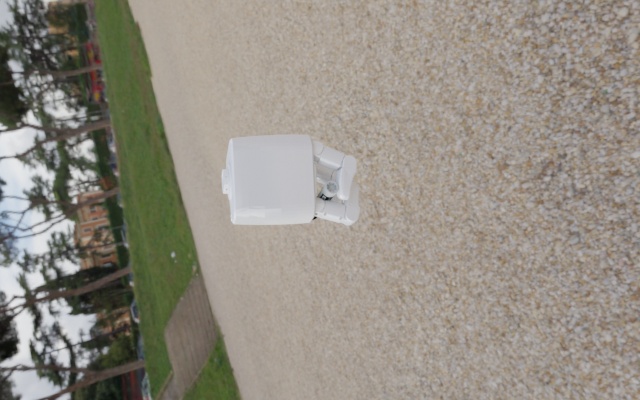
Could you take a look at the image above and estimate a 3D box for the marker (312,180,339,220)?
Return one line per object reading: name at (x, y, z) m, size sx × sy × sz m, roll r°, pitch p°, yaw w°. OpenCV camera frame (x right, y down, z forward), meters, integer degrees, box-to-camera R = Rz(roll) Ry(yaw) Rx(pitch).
marker at (0.000, 0.002, 0.671) m, size 0.020 × 0.020 × 0.121 m, roll 0°, pitch -19°, yaw -15°
